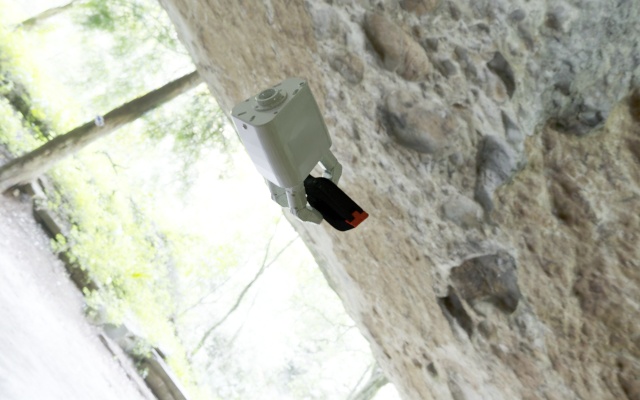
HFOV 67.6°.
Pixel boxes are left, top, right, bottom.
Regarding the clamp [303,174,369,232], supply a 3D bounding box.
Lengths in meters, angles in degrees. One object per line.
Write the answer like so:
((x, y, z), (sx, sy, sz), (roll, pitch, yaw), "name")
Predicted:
((0.001, 0.002, 0.739), (0.036, 0.165, 0.210), (-40, 43, -17), "clamp")
